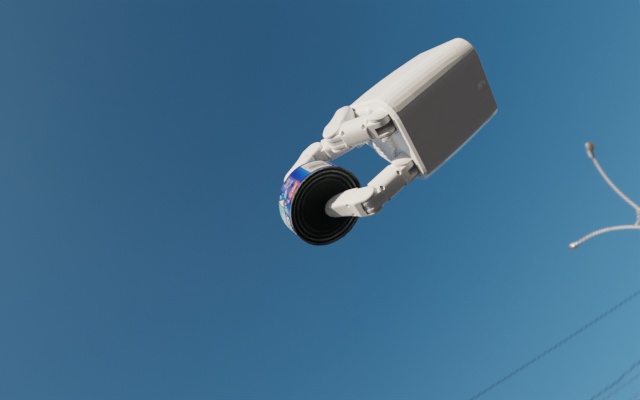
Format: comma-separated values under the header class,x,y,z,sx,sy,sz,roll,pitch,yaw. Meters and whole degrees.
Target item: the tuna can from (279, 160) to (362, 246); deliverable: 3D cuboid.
class,x,y,z,sx,sy,sz,roll,pitch,yaw
tuna can,0.000,0.001,0.501,0.086,0.086,0.033,0,18,-31
